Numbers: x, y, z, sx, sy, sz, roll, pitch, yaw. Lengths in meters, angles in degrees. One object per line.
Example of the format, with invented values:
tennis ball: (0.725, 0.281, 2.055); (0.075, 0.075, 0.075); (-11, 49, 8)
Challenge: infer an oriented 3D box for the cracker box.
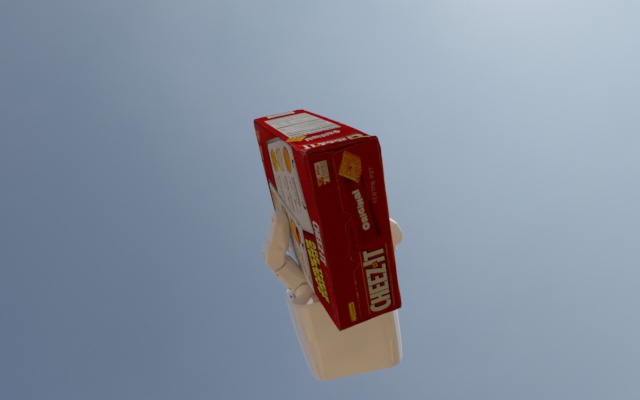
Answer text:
cracker box: (0.000, 0.002, 0.487); (0.072, 0.164, 0.213); (-17, 21, -14)
